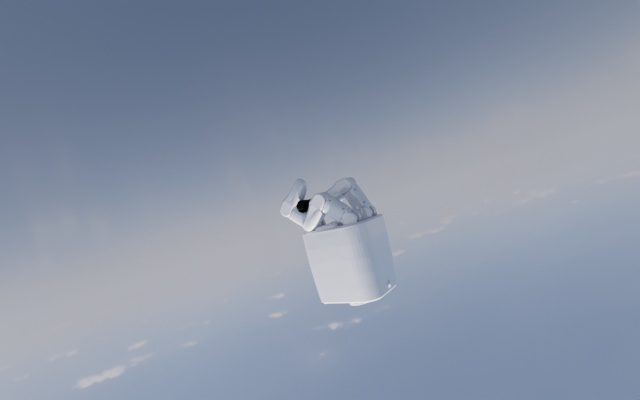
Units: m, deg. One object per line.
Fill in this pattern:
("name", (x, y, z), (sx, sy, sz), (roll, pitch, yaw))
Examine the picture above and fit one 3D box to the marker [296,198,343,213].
("marker", (0.000, 0.002, 0.725), (0.020, 0.020, 0.121), (0, 7, 29))
